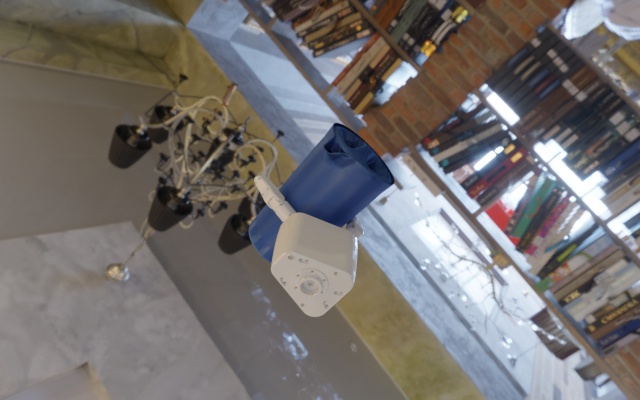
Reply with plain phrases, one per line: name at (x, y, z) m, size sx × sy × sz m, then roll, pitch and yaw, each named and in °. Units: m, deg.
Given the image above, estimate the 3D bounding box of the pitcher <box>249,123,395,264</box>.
pitcher at (0.000, 0.003, 0.795) m, size 0.149 × 0.243 × 0.145 m, roll 39°, pitch 23°, yaw -15°
